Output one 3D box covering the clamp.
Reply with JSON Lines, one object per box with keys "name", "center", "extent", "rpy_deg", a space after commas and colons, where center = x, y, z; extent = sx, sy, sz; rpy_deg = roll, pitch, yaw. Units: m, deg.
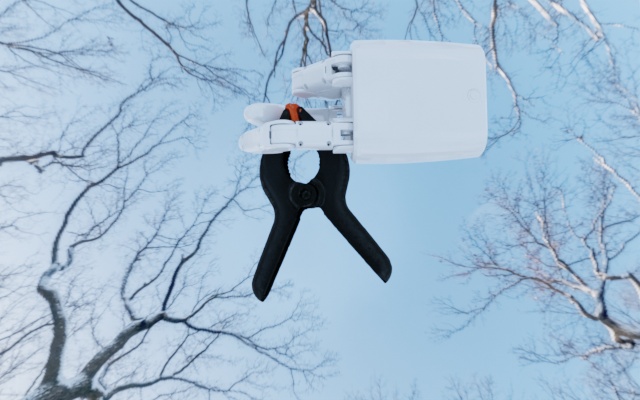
{"name": "clamp", "center": [0.000, 0.001, 0.415], "extent": [0.120, 0.171, 0.039], "rpy_deg": [-1, -2, -1]}
